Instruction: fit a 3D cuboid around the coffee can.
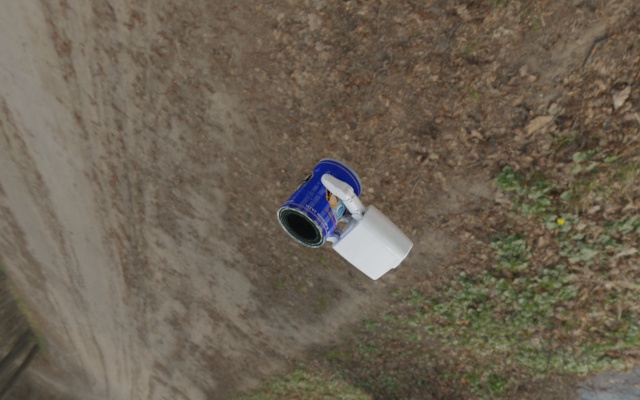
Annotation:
[{"bbox_3d":[0.000,0.003,0.893,0.103,0.103,0.140,0,42,45],"label":"coffee can"}]
